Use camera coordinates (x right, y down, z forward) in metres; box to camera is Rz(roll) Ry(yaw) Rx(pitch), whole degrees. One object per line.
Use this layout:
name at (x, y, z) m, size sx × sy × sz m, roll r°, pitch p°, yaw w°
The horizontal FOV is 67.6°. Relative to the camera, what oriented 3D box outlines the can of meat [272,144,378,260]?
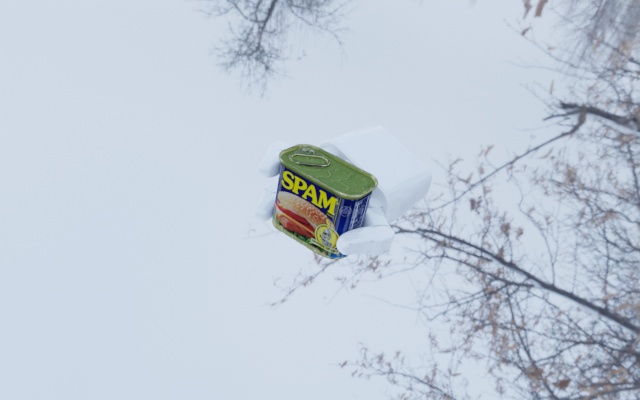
can of meat at (0.000, 0.002, 0.494) m, size 0.102 × 0.084 × 0.057 m, roll 30°, pitch 36°, yaw 26°
